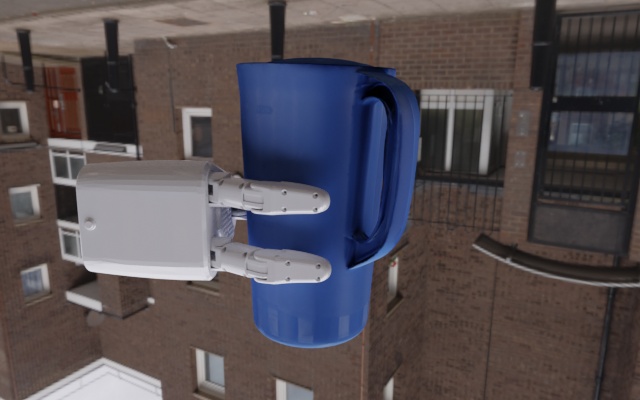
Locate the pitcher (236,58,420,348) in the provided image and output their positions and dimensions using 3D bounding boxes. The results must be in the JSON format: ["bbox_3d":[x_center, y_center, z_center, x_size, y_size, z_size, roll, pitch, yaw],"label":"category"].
[{"bbox_3d":[0.000,0.001,0.418,0.145,0.243,0.149,2,13,3],"label":"pitcher"}]
